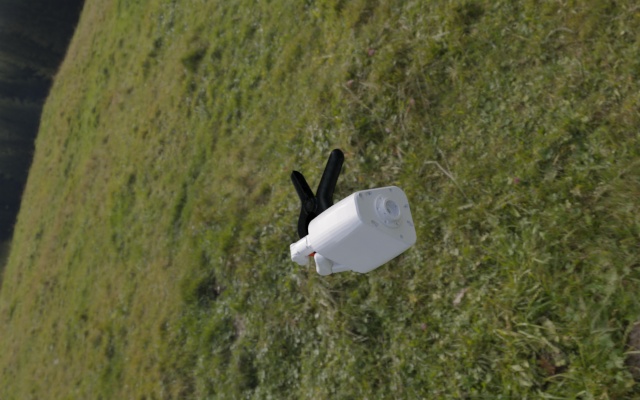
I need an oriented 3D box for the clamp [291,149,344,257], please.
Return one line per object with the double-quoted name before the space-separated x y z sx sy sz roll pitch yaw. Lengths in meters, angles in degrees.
"clamp" 0.000 0.003 0.758 0.039 0.171 0.120 11 -32 -35
